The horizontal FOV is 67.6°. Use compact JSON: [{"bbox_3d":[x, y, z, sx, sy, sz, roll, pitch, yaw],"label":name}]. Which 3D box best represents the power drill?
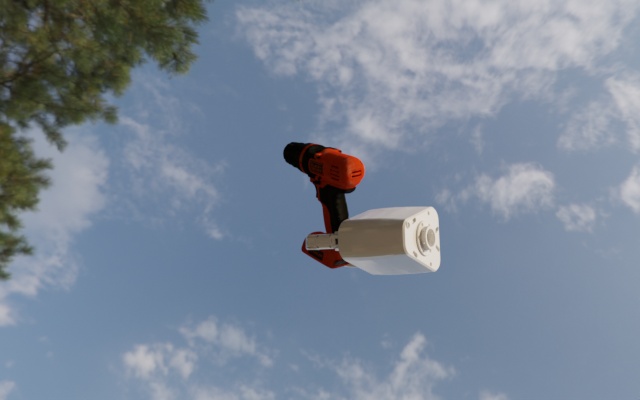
[{"bbox_3d":[0.000,0.003,0.772,0.057,0.188,0.184,-17,24,-30],"label":"power drill"}]
